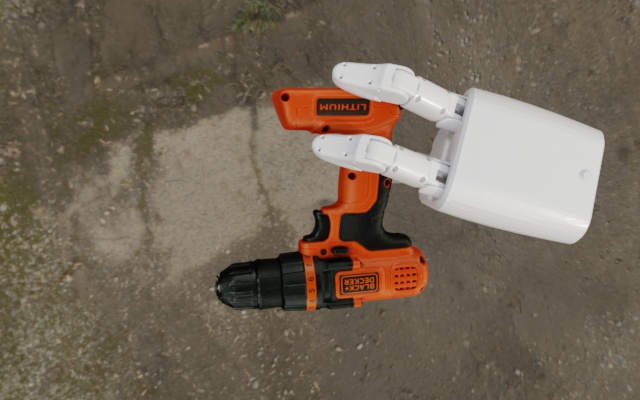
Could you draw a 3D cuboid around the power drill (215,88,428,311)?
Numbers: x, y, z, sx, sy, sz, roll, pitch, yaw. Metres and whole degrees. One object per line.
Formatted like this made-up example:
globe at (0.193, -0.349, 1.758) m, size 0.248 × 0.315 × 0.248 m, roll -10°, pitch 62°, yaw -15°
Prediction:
power drill at (0.000, 0.001, 0.405) m, size 0.184 × 0.188 × 0.057 m, roll -4°, pitch 11°, yaw -11°
